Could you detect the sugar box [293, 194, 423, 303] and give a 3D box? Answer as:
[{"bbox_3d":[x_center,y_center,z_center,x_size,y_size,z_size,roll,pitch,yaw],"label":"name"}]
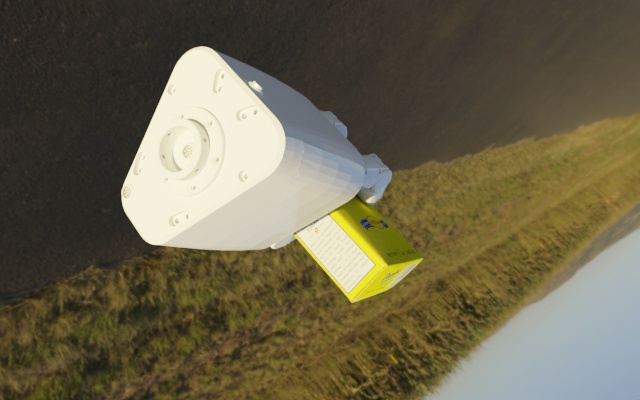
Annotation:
[{"bbox_3d":[0.000,0.001,0.403,0.048,0.176,0.093,-48,-22,17],"label":"sugar box"}]
